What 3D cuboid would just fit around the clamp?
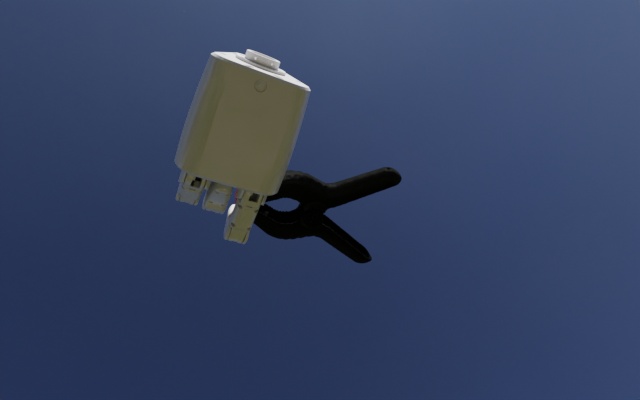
[{"bbox_3d":[0.000,0.001,0.504,0.171,0.120,0.039,15,21,-21],"label":"clamp"}]
